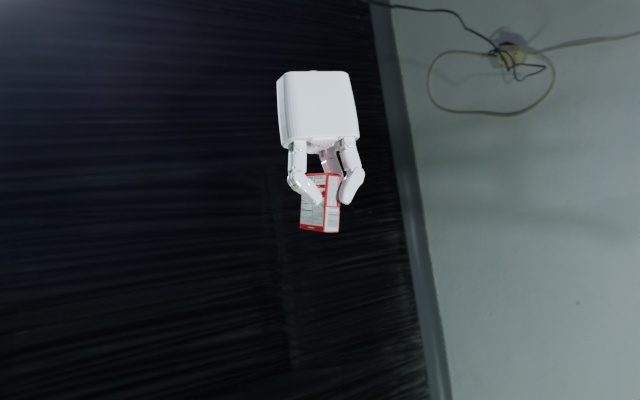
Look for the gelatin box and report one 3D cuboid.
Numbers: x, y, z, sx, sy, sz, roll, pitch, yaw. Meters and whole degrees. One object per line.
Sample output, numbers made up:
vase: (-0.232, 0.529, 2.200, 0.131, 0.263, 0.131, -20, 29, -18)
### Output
gelatin box: (0.000, 0.003, 0.736, 0.030, 0.089, 0.073, 4, -1, -32)
